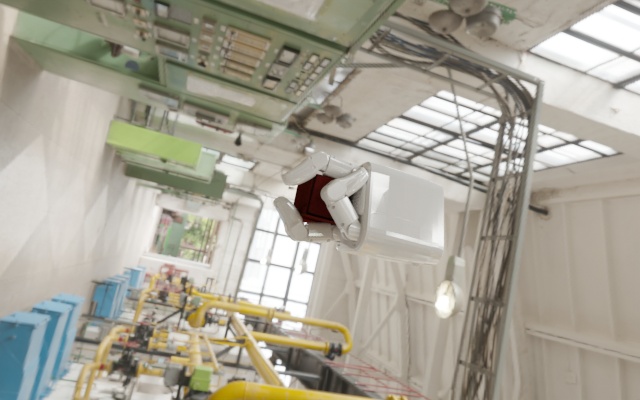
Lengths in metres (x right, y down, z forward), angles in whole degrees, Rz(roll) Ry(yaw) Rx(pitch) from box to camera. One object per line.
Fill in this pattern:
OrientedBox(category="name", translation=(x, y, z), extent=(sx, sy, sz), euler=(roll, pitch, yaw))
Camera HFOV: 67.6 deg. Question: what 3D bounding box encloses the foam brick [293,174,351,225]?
OrientedBox(category="foam brick", translation=(0.000, 0.002, 0.599), extent=(0.051, 0.053, 0.078), euler=(14, -9, -16))
